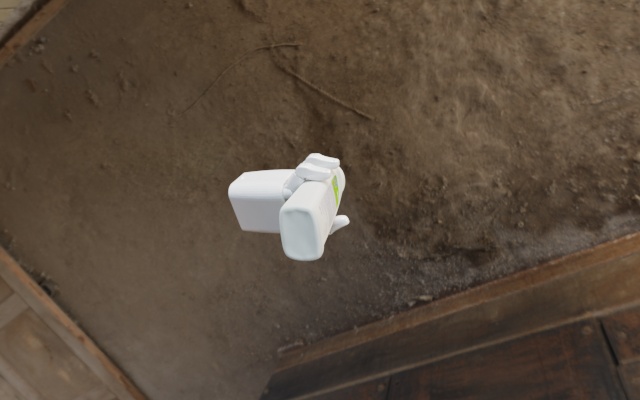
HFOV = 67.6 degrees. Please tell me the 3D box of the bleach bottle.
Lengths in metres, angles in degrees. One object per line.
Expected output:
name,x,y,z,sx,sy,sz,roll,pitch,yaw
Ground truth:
bleach bottle,0.000,0.003,0.853,0.068,0.103,0.250,0,23,17
